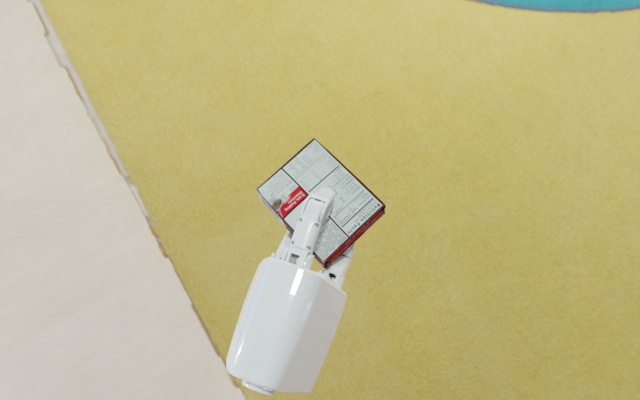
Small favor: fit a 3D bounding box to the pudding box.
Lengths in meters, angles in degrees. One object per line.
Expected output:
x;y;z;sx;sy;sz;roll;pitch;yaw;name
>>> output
0.000;0.002;0.511;0.090;0.113;0.039;-42;-15;-8;pudding box
